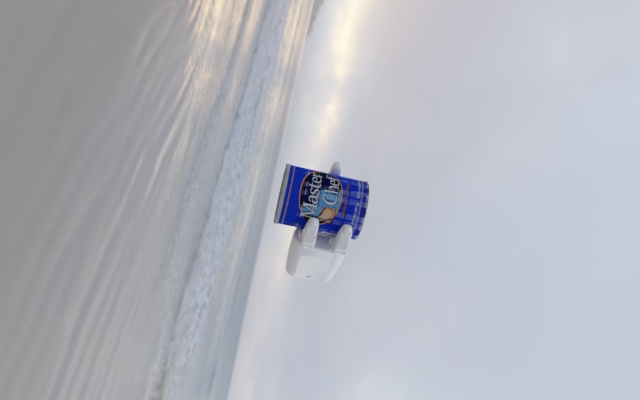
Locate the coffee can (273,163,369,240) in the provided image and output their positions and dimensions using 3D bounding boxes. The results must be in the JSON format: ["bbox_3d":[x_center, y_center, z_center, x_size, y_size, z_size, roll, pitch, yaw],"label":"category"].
[{"bbox_3d":[0.000,0.002,0.802,0.140,0.103,0.103,12,-1,-6],"label":"coffee can"}]
